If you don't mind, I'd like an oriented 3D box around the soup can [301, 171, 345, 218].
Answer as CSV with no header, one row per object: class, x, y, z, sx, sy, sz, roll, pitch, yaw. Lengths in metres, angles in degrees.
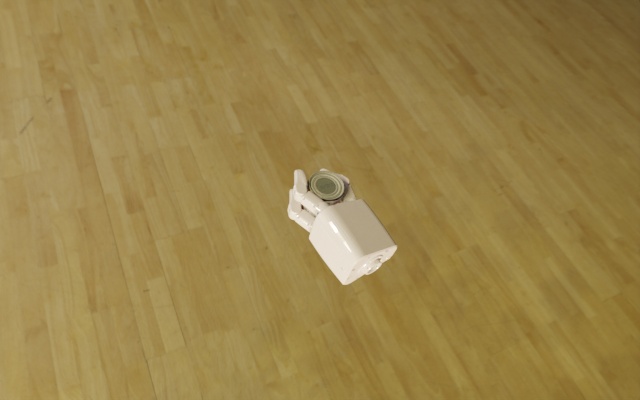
soup can,0.000,0.002,0.864,0.068,0.068,0.102,0,-36,-15
